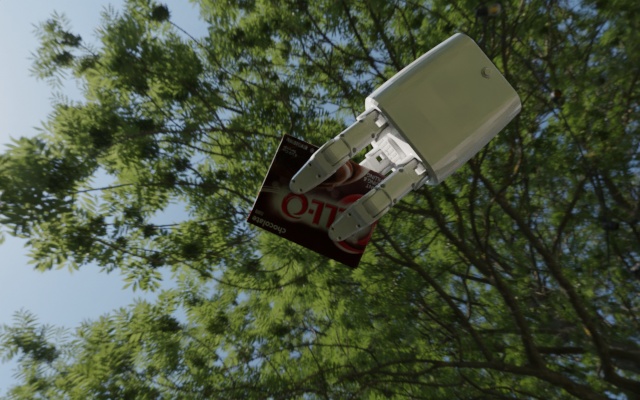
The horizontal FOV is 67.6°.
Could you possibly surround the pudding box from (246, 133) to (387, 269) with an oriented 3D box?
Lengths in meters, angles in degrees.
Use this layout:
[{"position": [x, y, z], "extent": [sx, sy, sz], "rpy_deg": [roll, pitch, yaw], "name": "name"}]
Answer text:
[{"position": [0.000, 0.001, 0.450], "extent": [0.113, 0.090, 0.039], "rpy_deg": [23, -3, 1], "name": "pudding box"}]
